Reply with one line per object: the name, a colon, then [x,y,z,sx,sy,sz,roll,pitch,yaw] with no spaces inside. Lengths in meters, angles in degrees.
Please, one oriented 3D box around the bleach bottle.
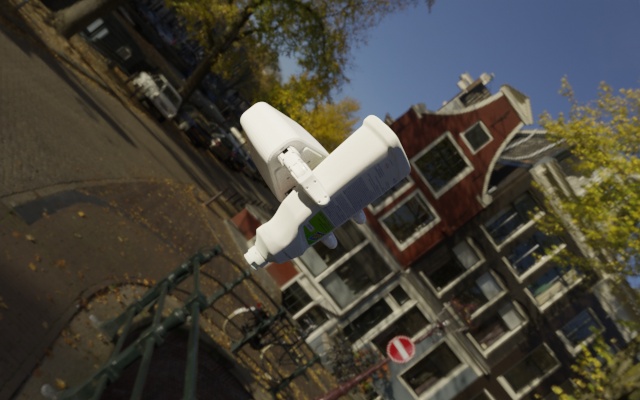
bleach bottle: [0.000,0.002,0.642,0.068,0.251,0.103,51,-1,39]
